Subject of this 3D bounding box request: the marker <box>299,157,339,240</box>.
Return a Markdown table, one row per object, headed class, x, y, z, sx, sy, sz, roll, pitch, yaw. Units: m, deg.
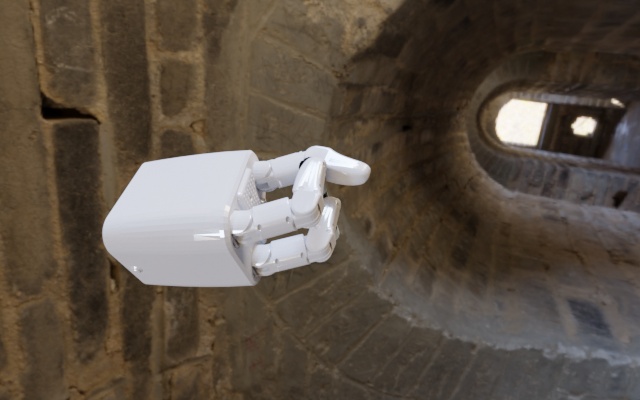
| class | x | y | z | sx | sy | sz | roll | pitch | yaw |
| --- | --- | --- | --- | --- | --- | --- | --- | --- | --- |
| marker | 0.000 | 0.001 | 0.447 | 0.020 | 0.020 | 0.121 | 0 | -34 | 12 |
